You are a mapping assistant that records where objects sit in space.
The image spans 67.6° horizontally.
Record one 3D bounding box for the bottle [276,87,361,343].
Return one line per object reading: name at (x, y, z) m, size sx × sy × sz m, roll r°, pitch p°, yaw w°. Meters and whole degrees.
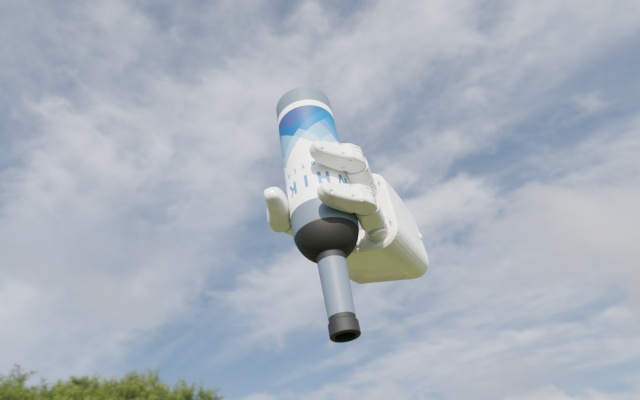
bottle at (0.000, 0.001, 0.497) m, size 0.069 × 0.295 × 0.069 m, roll -7°, pitch -37°, yaw -5°
